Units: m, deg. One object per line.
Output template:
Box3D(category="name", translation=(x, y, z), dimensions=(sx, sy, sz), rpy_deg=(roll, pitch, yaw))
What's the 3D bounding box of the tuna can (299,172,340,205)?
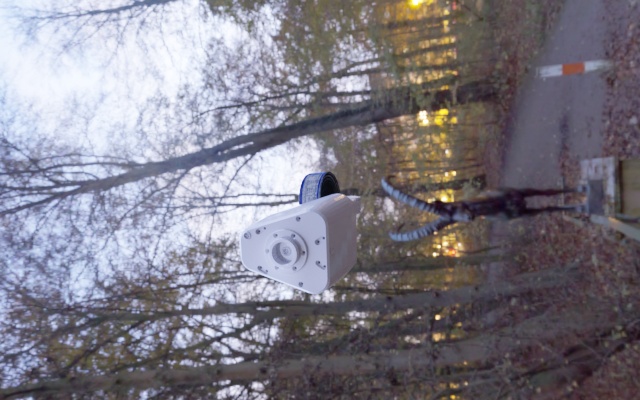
Box3D(category="tuna can", translation=(0.000, 0.002, 0.686), dimensions=(0.034, 0.086, 0.086), rpy_deg=(-2, -1, 22))
